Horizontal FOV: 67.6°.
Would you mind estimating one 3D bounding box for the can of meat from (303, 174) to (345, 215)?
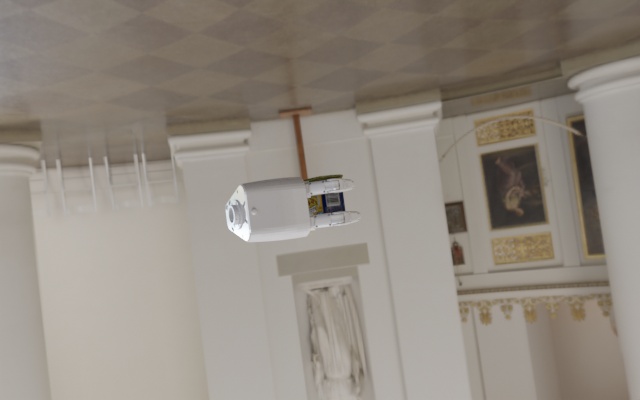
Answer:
[{"bbox_3d":[0.000,0.003,0.845,0.057,0.084,0.102,-6,-3,-32],"label":"can of meat"}]
